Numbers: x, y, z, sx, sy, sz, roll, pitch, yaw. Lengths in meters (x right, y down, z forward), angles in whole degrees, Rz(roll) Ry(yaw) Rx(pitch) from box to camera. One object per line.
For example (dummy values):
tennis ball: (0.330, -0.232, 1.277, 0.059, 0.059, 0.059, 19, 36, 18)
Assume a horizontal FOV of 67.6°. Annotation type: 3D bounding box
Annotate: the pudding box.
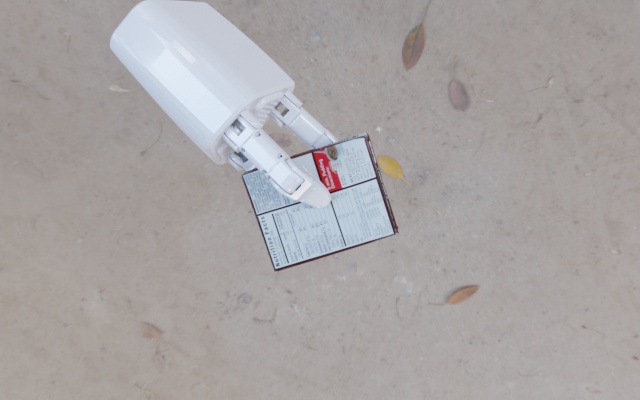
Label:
pudding box: (0.000, 0.001, 0.407, 0.113, 0.090, 0.039, -17, 7, 9)
